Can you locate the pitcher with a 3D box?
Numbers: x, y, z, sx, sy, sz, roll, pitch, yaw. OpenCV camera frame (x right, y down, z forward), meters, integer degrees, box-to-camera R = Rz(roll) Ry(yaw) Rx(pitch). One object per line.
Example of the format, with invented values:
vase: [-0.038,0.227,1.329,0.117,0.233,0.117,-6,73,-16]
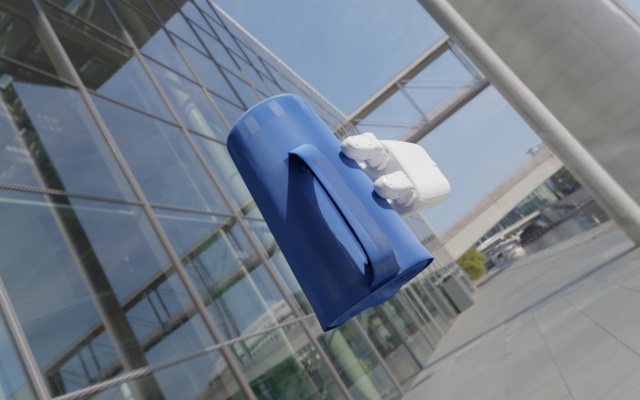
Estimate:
pitcher: [0.000,0.002,0.506,0.145,0.242,0.149,-10,-29,-52]
